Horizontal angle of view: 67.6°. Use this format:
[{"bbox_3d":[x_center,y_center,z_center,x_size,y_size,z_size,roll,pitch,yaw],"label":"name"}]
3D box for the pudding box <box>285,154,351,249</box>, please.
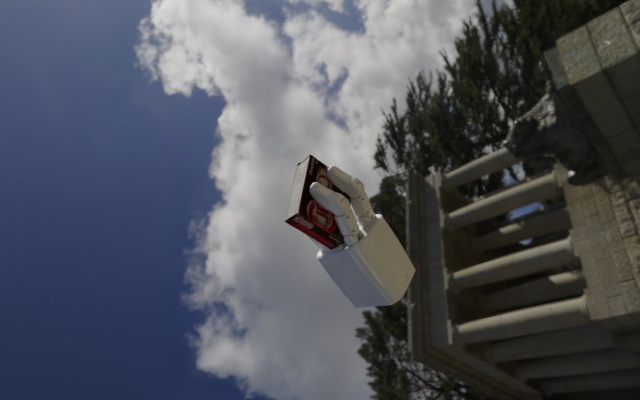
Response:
[{"bbox_3d":[0.000,0.002,0.700,0.090,0.113,0.039,34,-46,-29],"label":"pudding box"}]
